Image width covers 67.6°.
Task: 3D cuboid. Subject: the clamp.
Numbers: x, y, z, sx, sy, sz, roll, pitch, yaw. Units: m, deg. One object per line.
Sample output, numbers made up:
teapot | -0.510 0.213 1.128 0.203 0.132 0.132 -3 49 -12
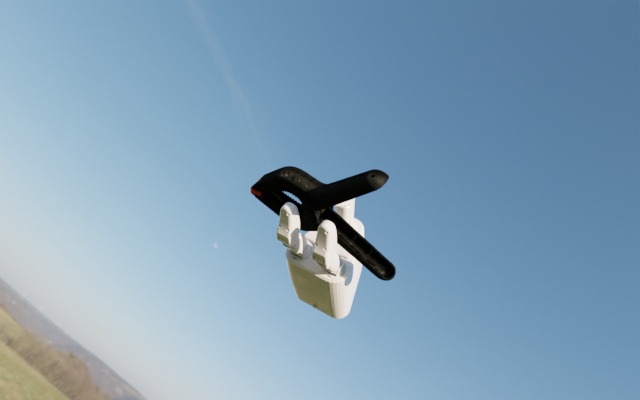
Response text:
clamp | 0.000 0.001 0.576 0.210 0.165 0.036 24 51 25
